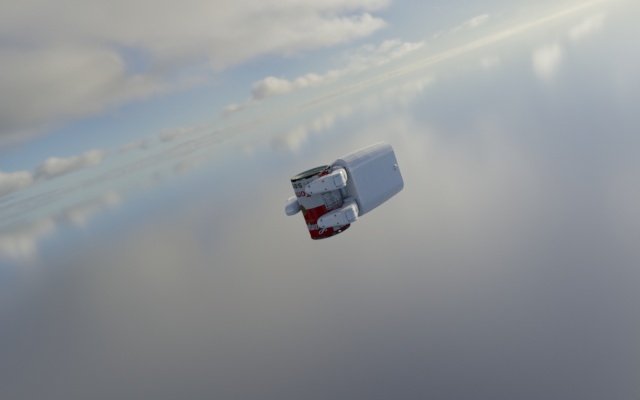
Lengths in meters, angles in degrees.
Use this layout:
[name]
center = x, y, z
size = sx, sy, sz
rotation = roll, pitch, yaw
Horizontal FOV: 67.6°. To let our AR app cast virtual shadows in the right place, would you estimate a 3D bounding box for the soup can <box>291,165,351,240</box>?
[soup can]
center = 0.000, 0.002, 0.757
size = 0.068, 0.102, 0.068
rotation = -19, 11, 4
